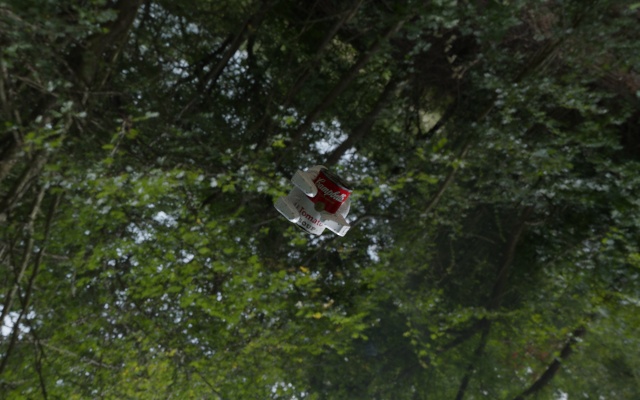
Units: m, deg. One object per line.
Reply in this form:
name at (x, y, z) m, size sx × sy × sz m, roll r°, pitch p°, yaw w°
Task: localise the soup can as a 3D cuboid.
soup can at (0.000, 0.003, 0.838) m, size 0.068 × 0.102 × 0.068 m, roll 34°, pitch 13°, yaw -9°
